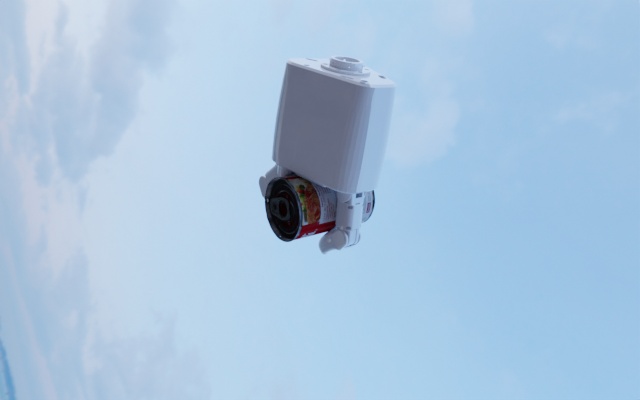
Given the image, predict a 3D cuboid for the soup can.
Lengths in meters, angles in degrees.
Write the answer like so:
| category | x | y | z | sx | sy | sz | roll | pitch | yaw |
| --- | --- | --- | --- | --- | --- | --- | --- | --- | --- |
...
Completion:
| category | x | y | z | sx | sy | sz | roll | pitch | yaw |
| --- | --- | --- | --- | --- | --- | --- | --- | --- | --- |
| soup can | 0.000 | 0.002 | 0.519 | 0.102 | 0.068 | 0.068 | -11 | 6 | -36 |
